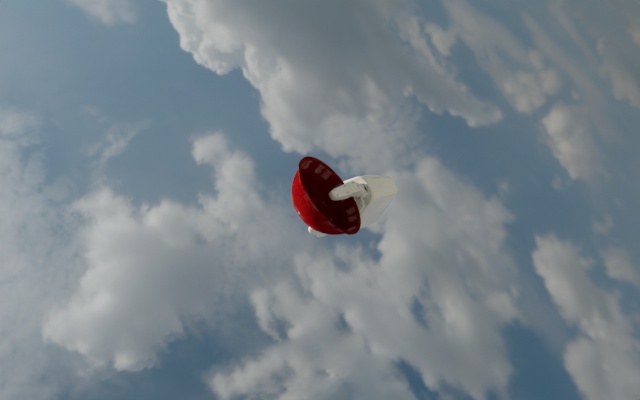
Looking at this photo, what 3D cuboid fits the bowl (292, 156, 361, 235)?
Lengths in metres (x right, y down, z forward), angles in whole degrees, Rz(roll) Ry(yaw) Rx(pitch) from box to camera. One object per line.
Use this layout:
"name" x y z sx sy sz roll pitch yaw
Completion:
"bowl" -0.001 0.003 0.847 0.055 0.162 0.162 -36 -17 25
